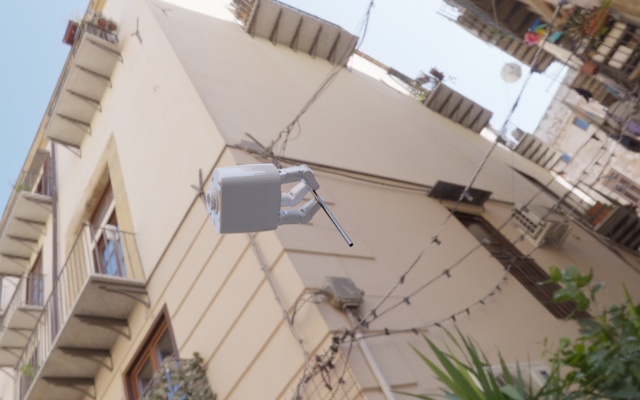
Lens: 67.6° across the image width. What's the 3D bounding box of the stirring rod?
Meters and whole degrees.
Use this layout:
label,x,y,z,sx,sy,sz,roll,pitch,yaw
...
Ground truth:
label,x,y,z,sx,sy,sz,roll,pitch,yaw
stirring rod,0.000,0.003,0.857,0.011,0.011,0.239,0,35,-30
